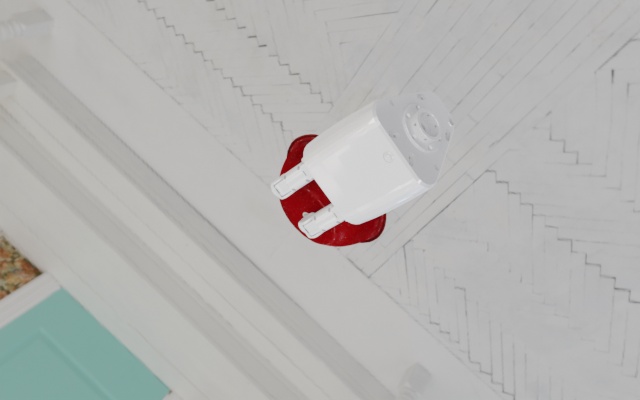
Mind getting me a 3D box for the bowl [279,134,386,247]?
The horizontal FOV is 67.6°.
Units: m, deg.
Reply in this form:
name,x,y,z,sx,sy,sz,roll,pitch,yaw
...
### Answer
name,x,y,z,sx,sy,sz,roll,pitch,yaw
bowl,-0.001,0.003,0.589,0.055,0.162,0.162,-40,24,-31
